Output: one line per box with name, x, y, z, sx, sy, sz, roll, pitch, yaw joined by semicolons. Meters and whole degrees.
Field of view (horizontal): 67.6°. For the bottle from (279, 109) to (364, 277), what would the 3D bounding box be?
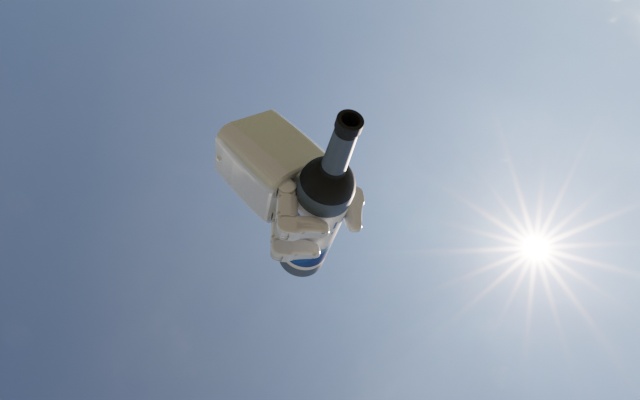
bottle;0.000;0.002;0.575;0.069;0.069;0.296;0;-33;-13
